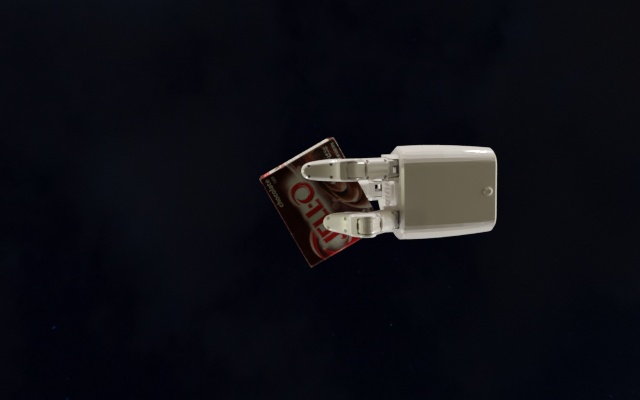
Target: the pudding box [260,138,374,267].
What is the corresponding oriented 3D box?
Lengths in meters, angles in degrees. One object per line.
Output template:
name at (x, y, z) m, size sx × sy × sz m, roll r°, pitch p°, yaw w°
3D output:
pudding box at (0.000, 0.002, 0.520) m, size 0.090 × 0.113 × 0.039 m, roll -30°, pitch 7°, yaw -3°
